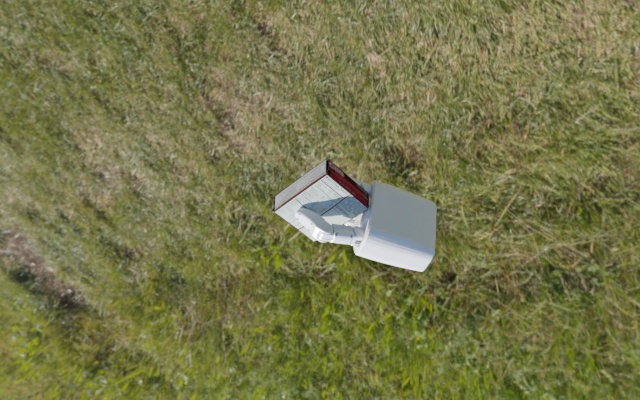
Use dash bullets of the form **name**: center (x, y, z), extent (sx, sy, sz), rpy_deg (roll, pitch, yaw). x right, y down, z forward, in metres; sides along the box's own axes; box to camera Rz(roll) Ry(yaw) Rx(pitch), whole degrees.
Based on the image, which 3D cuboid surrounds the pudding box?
- **pudding box**: center (0.000, 0.002, 0.691), extent (0.113, 0.039, 0.090), rpy_deg (-35, -58, 28)
